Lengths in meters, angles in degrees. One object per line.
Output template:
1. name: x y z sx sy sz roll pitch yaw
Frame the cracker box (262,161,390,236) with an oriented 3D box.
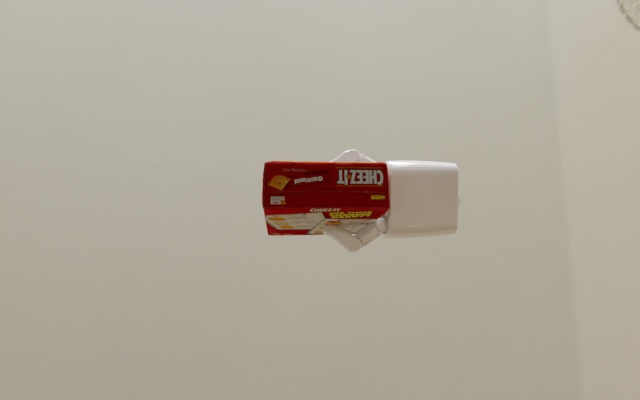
1. cracker box: 0.000 0.003 0.709 0.164 0.072 0.214 -1 -13 -5
